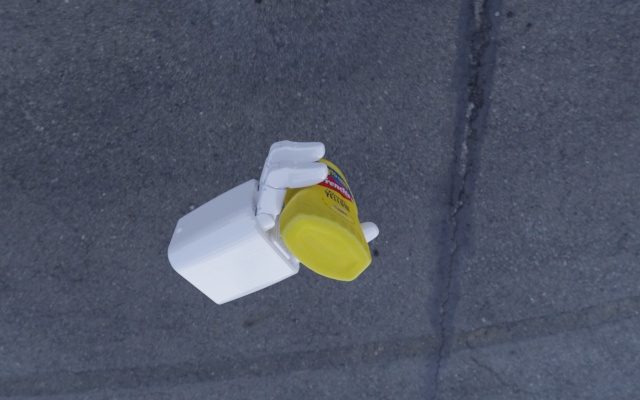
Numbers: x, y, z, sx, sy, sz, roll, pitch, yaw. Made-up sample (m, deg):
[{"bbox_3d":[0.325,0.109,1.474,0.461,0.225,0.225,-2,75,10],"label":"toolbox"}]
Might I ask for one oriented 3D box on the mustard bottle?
[{"bbox_3d":[0.000,0.002,0.532,0.096,0.058,0.191,34,21,-20],"label":"mustard bottle"}]
